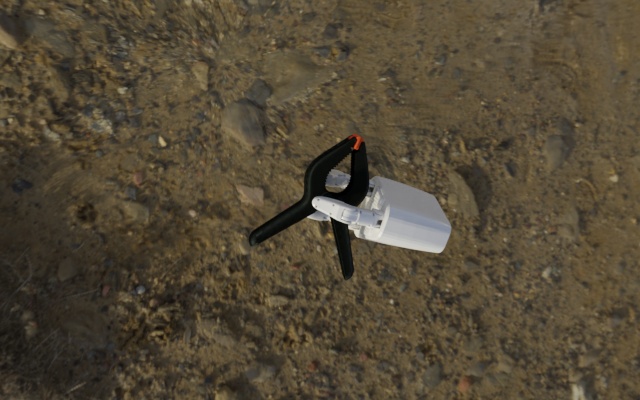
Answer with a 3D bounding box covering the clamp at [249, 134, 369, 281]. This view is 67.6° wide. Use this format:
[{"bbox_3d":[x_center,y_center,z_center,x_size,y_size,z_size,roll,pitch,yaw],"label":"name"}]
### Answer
[{"bbox_3d":[0.001,0.002,0.674,0.164,0.210,0.036,15,12,-16],"label":"clamp"}]
